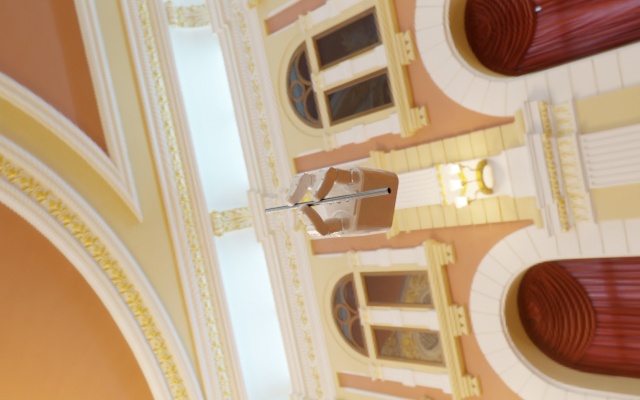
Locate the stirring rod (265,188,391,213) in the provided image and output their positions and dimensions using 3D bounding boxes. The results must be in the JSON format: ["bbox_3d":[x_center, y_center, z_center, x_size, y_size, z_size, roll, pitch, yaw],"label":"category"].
[{"bbox_3d":[0.000,0.002,0.684,0.239,0.011,0.011,-10,-7,43],"label":"stirring rod"}]
